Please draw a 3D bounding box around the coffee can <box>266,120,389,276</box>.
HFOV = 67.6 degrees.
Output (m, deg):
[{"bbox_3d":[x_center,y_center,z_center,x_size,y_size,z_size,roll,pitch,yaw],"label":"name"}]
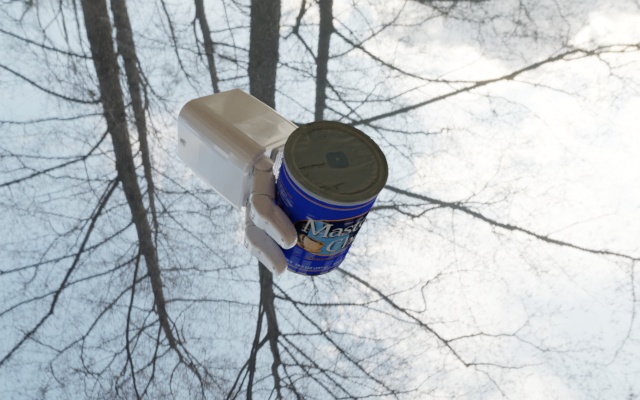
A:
[{"bbox_3d":[0.000,0.002,0.503,0.103,0.102,0.140,0,-37,-17],"label":"coffee can"}]
